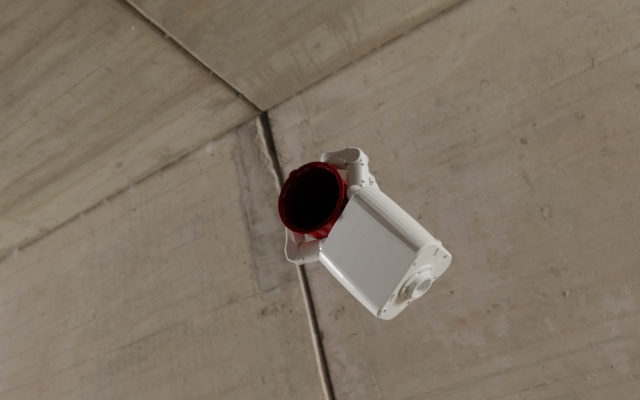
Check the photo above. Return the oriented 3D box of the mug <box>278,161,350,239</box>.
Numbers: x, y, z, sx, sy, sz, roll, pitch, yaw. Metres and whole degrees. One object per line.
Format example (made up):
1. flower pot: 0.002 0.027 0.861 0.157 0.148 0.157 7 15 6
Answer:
1. mug: -0.001 0.001 0.613 0.117 0.093 0.081 45 7 37
